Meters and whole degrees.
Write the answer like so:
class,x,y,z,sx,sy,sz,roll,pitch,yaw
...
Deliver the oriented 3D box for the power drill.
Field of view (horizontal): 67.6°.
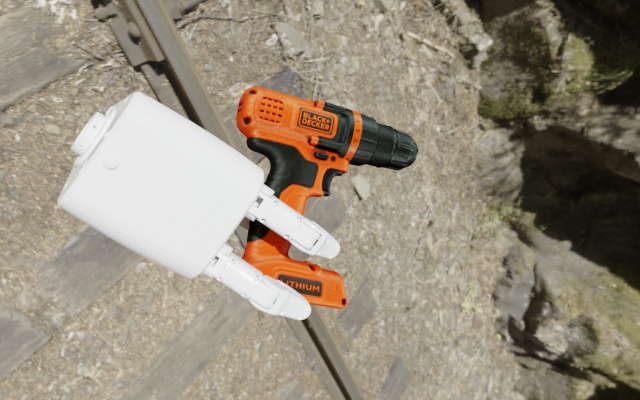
class,x,y,z,sx,sy,sz,roll,pitch,yaw
power drill,0.000,0.002,0.448,0.184,0.187,0.057,12,-9,-19
